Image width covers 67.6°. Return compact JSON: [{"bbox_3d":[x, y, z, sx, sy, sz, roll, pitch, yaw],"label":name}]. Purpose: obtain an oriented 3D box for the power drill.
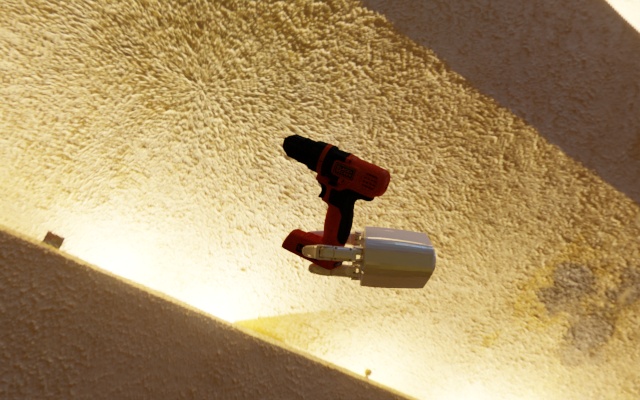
[{"bbox_3d":[0.000,0.003,0.768,0.184,0.188,0.057,25,19,18],"label":"power drill"}]
